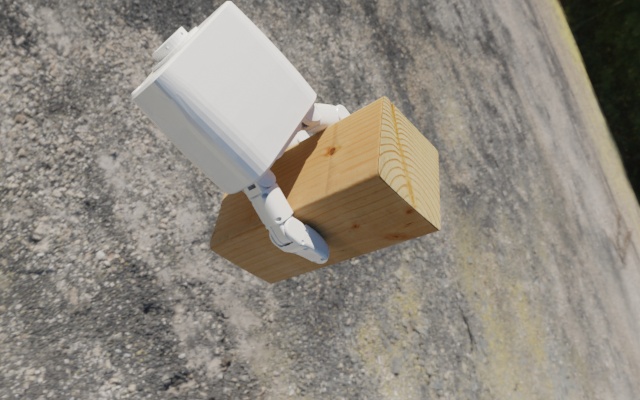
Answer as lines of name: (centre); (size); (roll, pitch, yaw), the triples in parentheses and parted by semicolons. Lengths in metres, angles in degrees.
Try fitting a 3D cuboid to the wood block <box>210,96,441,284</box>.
wood block: (0.000, 0.001, 0.456); (0.206, 0.090, 0.090); (-23, -46, 36)
